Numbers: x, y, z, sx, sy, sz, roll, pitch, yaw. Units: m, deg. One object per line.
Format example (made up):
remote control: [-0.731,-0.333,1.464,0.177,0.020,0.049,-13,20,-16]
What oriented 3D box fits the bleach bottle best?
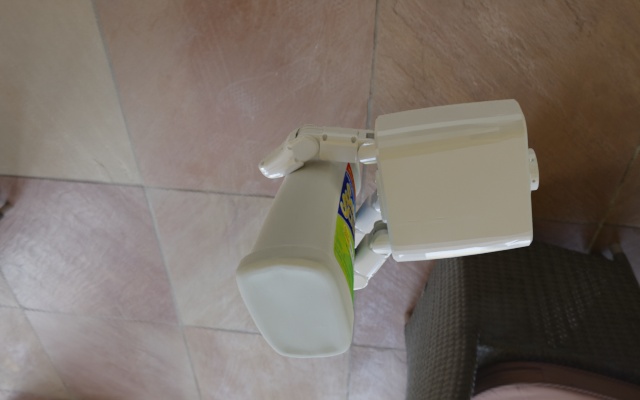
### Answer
bleach bottle: [0.000,0.001,0.411,0.068,0.103,0.250,-7,36,14]
